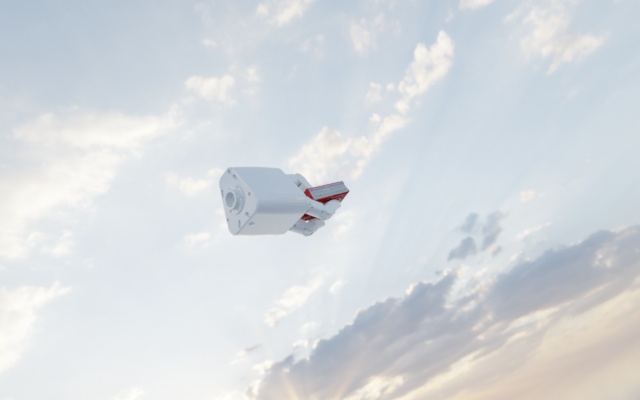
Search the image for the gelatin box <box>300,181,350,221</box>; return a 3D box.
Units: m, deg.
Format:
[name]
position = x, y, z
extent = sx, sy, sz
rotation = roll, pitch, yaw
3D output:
[gelatin box]
position = 0.000, 0.002, 0.882
extent = 0.089, 0.030, 0.073
rotation = -15, -27, -37
